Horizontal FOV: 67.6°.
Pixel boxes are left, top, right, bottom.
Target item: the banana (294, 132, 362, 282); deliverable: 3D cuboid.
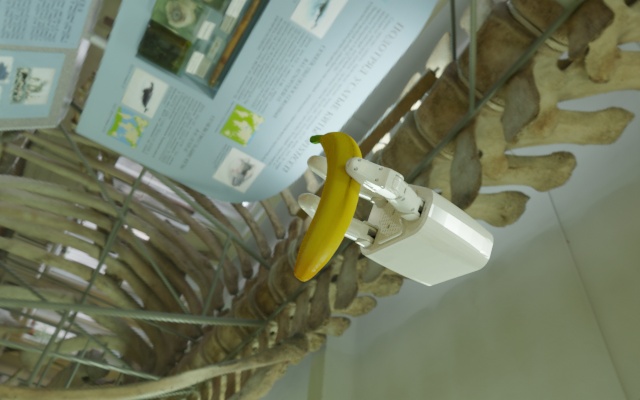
[{"bbox_3d":[0.012,-0.009,0.494,0.037,0.197,0.070,32,-47,-26],"label":"banana"}]
